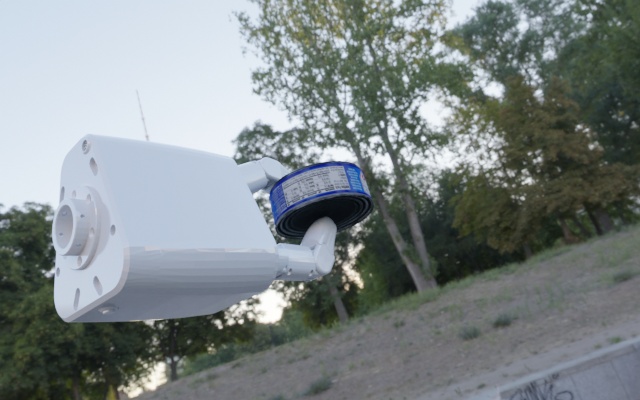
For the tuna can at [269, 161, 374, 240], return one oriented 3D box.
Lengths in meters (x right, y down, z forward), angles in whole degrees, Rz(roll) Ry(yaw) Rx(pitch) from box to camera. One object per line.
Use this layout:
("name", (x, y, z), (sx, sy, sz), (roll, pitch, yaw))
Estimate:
("tuna can", (0.000, 0.001, 0.408), (0.086, 0.033, 0.086), (-13, -23, -6))
